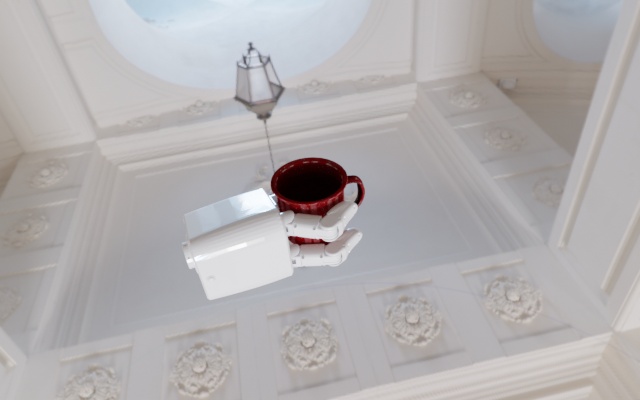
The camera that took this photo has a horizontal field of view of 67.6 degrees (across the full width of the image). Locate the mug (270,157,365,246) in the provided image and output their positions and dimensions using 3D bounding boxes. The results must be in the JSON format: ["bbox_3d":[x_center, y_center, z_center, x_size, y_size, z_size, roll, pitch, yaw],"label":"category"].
[{"bbox_3d":[0.001,0.002,0.601,0.117,0.082,0.093,-16,41,-13],"label":"mug"}]
